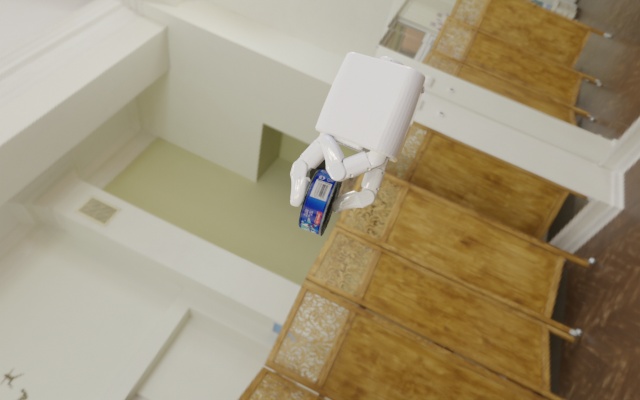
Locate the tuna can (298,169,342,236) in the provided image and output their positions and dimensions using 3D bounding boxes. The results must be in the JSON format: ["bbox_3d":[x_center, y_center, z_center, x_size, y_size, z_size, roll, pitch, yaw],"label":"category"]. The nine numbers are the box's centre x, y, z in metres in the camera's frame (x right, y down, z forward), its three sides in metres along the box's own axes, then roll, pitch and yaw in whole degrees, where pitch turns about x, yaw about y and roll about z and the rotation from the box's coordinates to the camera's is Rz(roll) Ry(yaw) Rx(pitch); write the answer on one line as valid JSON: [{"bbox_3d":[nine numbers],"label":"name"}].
[{"bbox_3d":[0.000,0.002,0.642,0.034,0.086,0.086,19,2,7],"label":"tuna can"}]
